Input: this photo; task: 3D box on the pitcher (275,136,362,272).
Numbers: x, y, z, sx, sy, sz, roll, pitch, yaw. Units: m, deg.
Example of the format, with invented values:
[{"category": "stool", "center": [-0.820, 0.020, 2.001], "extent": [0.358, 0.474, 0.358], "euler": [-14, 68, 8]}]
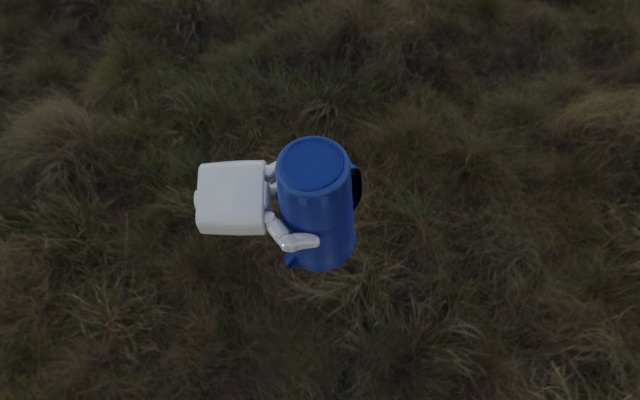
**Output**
[{"category": "pitcher", "center": [0.000, 0.003, 0.776], "extent": [0.145, 0.149, 0.243], "euler": [-1, -31, 2]}]
